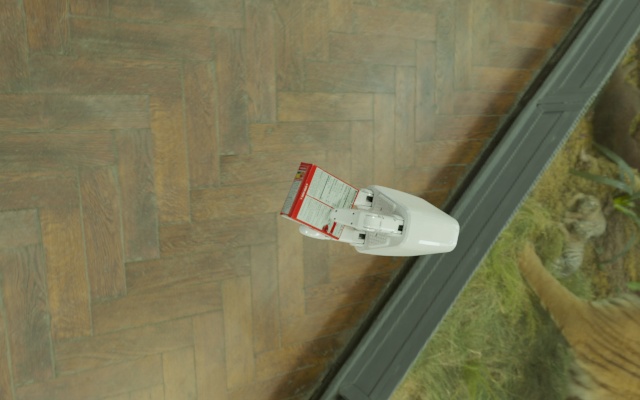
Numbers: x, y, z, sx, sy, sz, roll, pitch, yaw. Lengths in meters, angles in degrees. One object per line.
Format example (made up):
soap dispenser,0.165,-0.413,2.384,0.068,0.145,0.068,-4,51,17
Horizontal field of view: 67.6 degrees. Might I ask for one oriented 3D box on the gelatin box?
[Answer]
gelatin box,0.000,0.002,0.613,0.089,0.073,0.030,27,-8,-37
